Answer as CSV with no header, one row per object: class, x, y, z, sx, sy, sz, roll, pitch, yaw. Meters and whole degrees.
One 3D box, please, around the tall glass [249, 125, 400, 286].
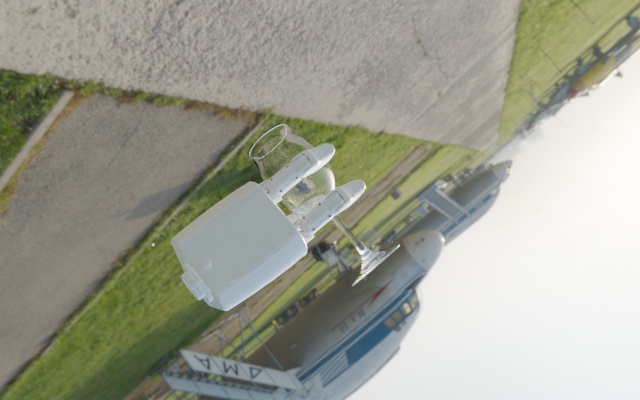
tall glass,0.001,0.002,0.573,0.079,0.201,0.079,-39,-9,-8
